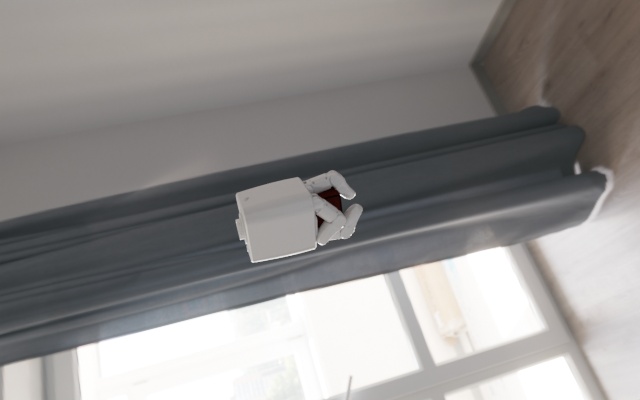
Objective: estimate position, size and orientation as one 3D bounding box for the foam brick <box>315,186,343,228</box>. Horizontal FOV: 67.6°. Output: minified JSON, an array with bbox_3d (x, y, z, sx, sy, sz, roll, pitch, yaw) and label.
[{"bbox_3d":[0.000,0.003,0.798,0.051,0.053,0.078,-14,27,-12],"label":"foam brick"}]
